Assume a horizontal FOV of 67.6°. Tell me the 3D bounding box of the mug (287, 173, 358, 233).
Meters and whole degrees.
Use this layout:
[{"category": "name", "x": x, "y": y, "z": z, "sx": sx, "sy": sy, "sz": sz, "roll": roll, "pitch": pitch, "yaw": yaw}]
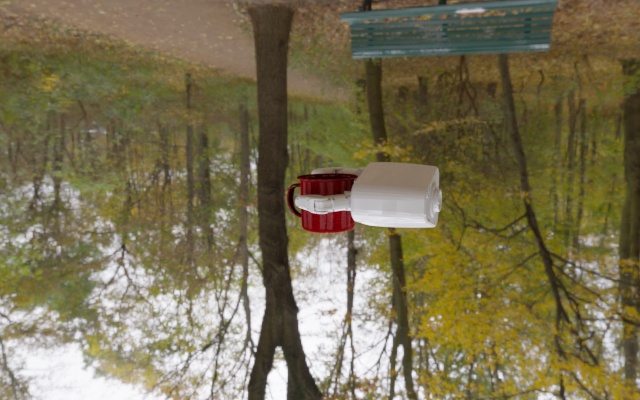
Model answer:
[{"category": "mug", "x": -0.001, "y": 0.003, "z": 0.735, "sx": 0.117, "sy": 0.081, "sz": 0.093, "roll": 3, "pitch": 9, "yaw": 25}]
